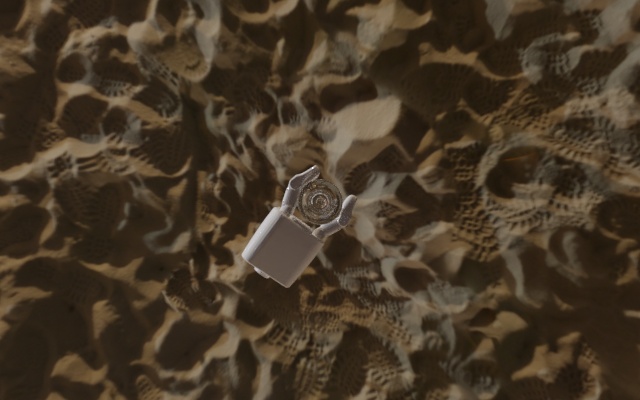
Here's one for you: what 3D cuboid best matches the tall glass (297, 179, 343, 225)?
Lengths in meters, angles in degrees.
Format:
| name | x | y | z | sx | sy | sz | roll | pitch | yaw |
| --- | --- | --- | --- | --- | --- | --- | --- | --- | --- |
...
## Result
| name | x | y | z | sx | sy | sz | roll | pitch | yaw |
| --- | --- | --- | --- | --- | --- | --- | --- | --- | --- |
| tall glass | 0.000 | 0.003 | 0.873 | 0.079 | 0.079 | 0.201 | 0 | 0 | 1 |
